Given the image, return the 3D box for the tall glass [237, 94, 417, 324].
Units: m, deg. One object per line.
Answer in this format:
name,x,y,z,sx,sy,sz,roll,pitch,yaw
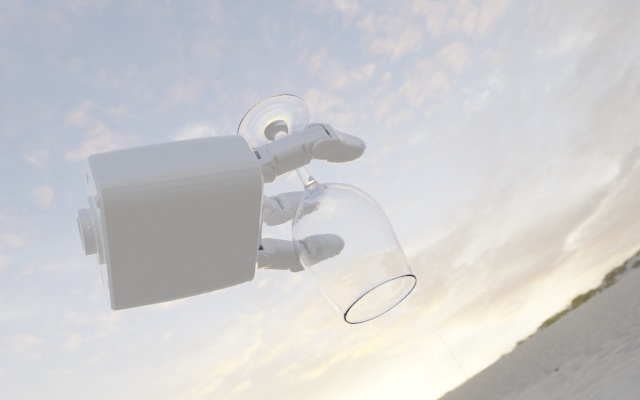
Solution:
tall glass,0.000,0.001,0.401,0.079,0.201,0.079,-22,-33,-15
